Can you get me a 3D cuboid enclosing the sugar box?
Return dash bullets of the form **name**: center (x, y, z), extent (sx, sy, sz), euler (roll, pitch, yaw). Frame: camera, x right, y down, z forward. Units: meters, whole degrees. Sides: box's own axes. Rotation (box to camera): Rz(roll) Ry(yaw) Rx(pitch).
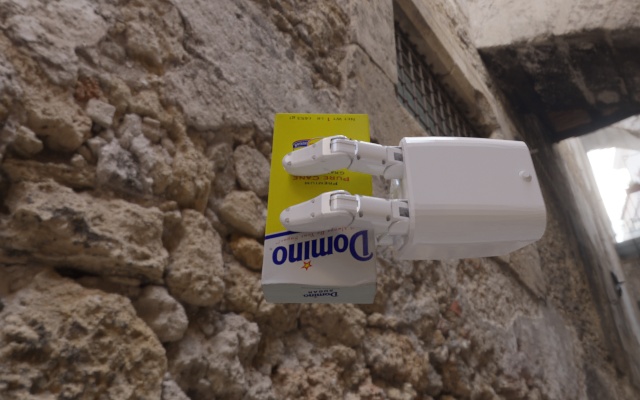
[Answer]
- **sugar box**: center (0.000, 0.001, 0.425), extent (0.093, 0.176, 0.048), euler (0, -34, 0)
